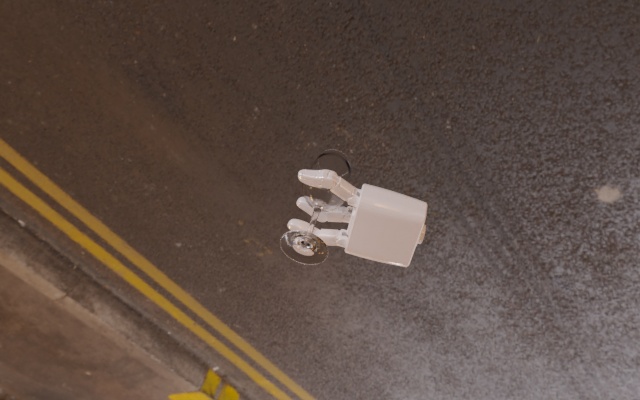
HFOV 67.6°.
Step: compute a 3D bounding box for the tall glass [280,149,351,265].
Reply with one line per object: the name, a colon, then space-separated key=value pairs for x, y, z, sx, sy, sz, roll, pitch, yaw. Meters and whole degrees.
tall glass: x=0.000 y=0.003 z=0.766 sx=0.079 sy=0.079 sz=0.201 roll=0 pitch=43 yaw=19
